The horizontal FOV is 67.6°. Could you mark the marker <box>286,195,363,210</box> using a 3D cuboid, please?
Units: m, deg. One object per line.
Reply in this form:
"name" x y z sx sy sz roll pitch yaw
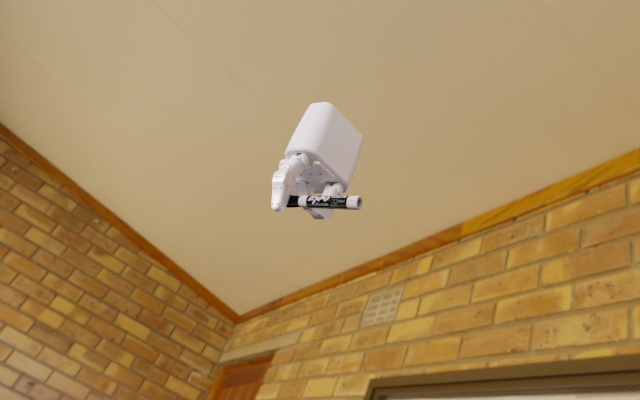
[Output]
"marker" 0.000 0.002 0.659 0.121 0.020 0.020 1 0 31
